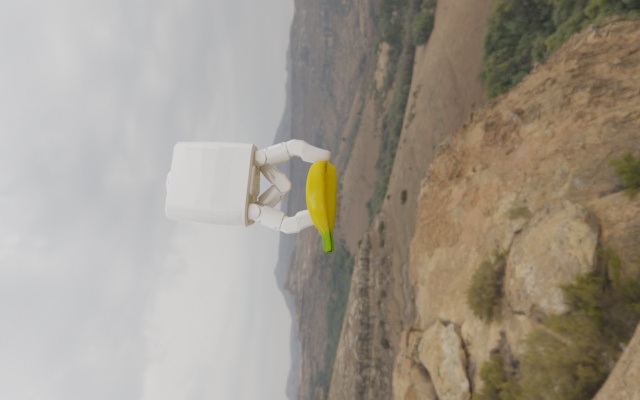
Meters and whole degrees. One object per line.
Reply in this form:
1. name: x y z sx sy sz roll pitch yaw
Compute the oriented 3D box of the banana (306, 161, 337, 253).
1. banana: 0.001 -0.013 0.597 0.037 0.070 0.197 4 25 0
